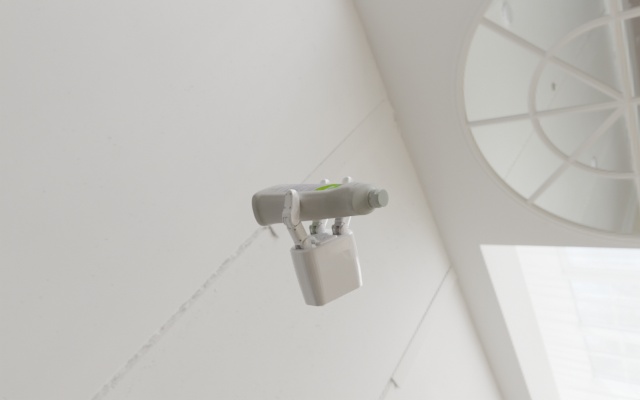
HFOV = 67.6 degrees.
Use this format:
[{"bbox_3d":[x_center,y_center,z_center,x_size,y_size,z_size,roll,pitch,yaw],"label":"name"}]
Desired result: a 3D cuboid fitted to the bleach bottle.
[{"bbox_3d":[0.000,0.003,0.821,0.251,0.068,0.102,-2,16,42],"label":"bleach bottle"}]
